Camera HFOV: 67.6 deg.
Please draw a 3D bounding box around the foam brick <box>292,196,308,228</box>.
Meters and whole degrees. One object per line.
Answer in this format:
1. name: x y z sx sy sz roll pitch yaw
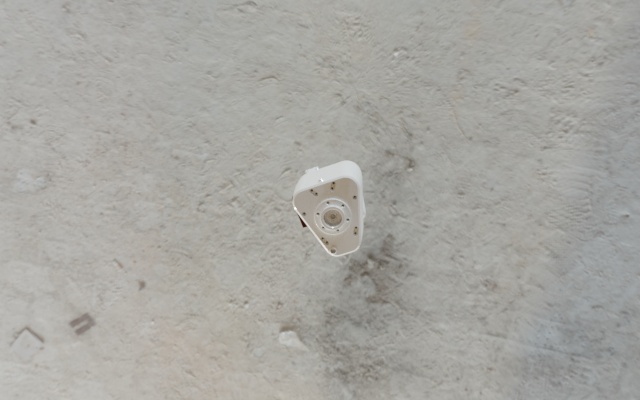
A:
1. foam brick: 0.000 0.003 0.760 0.078 0.053 0.051 -19 12 8
